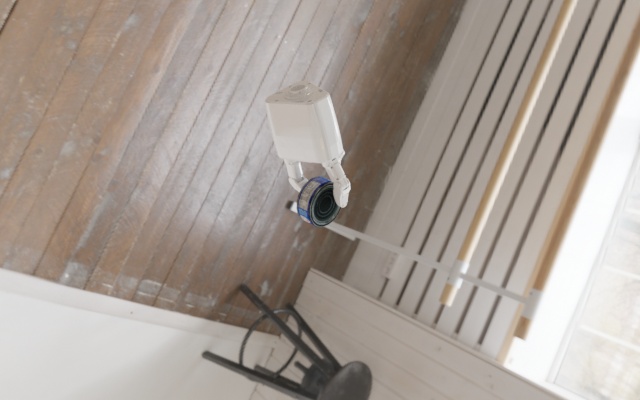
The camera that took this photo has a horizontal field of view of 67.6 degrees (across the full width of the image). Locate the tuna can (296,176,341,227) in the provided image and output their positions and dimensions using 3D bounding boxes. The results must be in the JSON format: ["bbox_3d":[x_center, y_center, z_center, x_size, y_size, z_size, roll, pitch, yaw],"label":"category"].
[{"bbox_3d":[0.001,0.003,0.840,0.033,0.086,0.086,24,16,40],"label":"tuna can"}]
